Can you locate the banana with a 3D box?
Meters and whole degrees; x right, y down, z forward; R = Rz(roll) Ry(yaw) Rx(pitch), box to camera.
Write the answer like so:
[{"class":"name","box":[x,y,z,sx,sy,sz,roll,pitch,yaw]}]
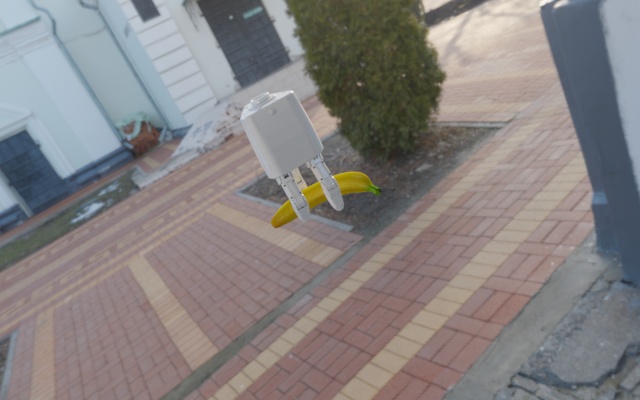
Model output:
[{"class":"banana","box":[0.004,-0.008,0.822,0.198,0.037,0.069,-20,28,13]}]
